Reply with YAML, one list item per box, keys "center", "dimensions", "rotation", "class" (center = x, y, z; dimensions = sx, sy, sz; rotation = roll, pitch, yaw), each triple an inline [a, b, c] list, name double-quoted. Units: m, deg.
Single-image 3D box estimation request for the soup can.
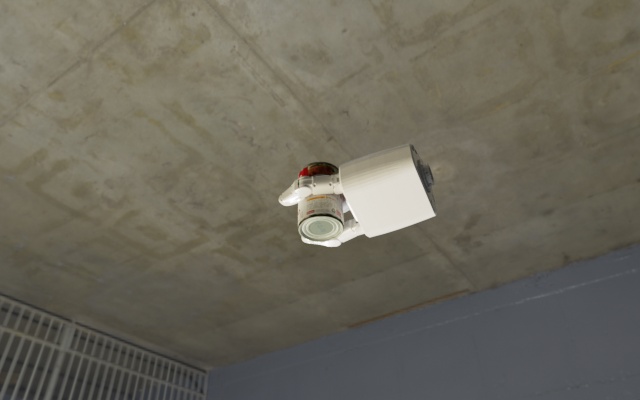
- center: [0.000, 0.003, 0.711]
  dimensions: [0.068, 0.102, 0.069]
  rotation: [-1, -39, -1]
  class: "soup can"
